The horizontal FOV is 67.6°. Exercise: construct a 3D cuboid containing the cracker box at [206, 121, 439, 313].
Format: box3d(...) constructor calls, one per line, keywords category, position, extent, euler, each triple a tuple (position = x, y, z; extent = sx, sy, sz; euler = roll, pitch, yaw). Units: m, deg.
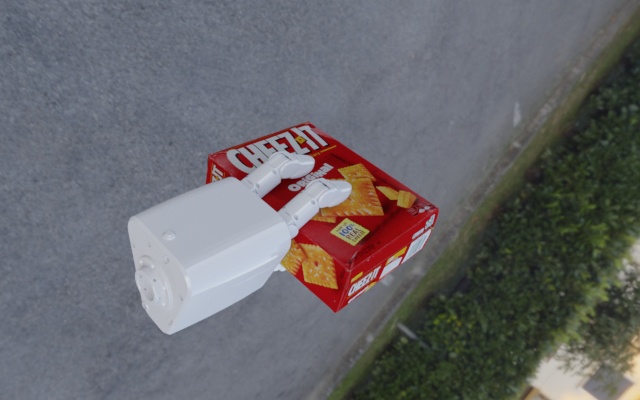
box3d(category="cracker box", position=(0.000, 0.002, 0.538), extent=(0.213, 0.072, 0.164), euler=(38, 43, 27))
